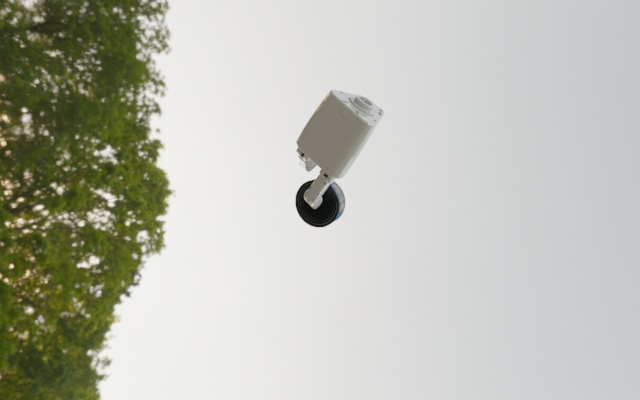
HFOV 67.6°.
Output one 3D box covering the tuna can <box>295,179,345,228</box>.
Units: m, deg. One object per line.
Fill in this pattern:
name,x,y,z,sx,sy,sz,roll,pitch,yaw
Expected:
tuna can,0.000,0.003,0.844,0.086,0.086,0.033,0,12,27
